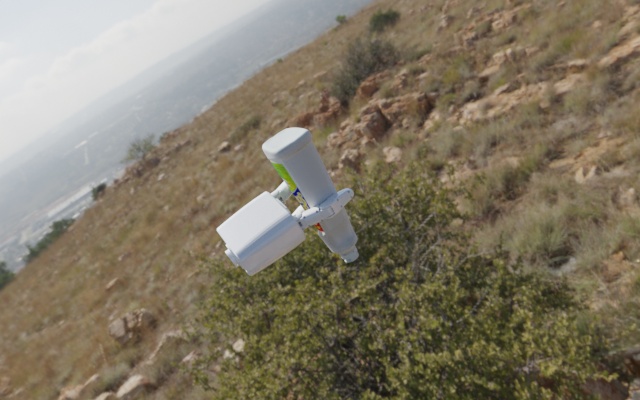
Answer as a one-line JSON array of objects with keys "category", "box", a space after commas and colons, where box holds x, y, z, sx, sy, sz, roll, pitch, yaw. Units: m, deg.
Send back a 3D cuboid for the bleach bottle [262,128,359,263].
[{"category": "bleach bottle", "box": [0.000, 0.003, 0.788, 0.068, 0.251, 0.102, -36, 23, -13]}]
